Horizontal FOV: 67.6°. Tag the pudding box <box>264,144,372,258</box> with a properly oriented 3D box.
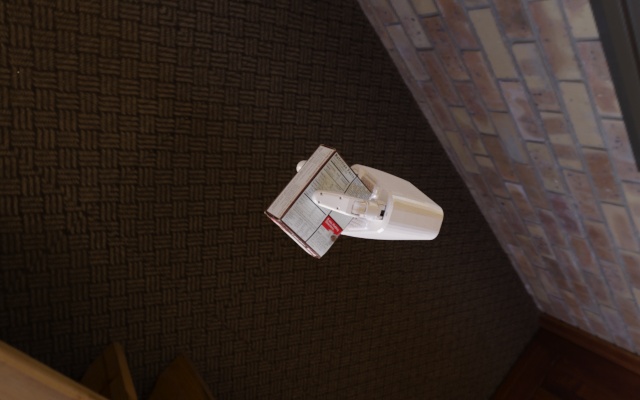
[{"bbox_3d":[0.000,0.002,0.591,0.039,0.113,0.090,22,-20,52],"label":"pudding box"}]
